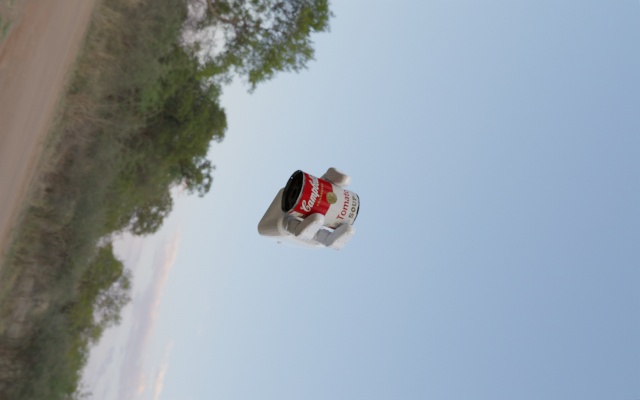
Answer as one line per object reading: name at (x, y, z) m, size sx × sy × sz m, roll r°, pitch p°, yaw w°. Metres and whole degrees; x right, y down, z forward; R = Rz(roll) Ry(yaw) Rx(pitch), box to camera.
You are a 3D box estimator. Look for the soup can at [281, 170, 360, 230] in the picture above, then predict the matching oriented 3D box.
soup can at (0.001, 0.002, 0.729) m, size 0.102 × 0.068 × 0.068 m, roll 21°, pitch -9°, yaw -25°
